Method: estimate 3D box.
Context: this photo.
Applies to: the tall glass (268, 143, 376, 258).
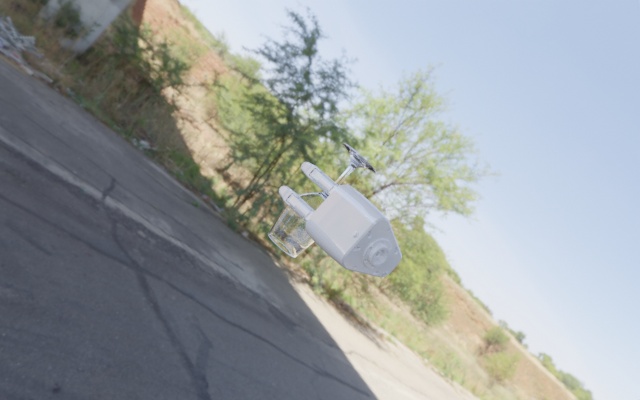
[{"bbox_3d":[0.001,0.002,0.804,0.079,0.201,0.079,42,1,0],"label":"tall glass"}]
